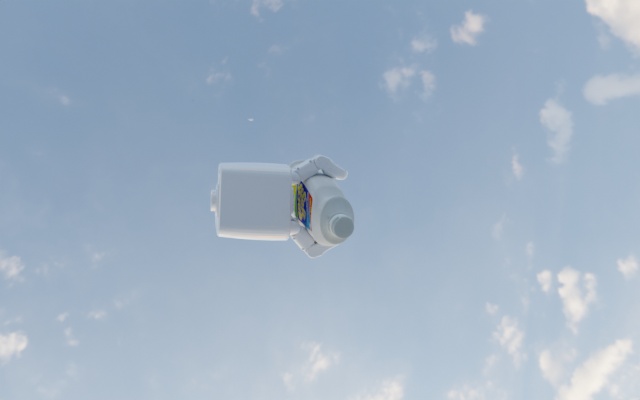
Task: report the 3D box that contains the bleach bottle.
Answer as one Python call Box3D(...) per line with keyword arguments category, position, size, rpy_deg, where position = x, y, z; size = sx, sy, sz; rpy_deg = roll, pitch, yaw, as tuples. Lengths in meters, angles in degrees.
Box3D(category="bleach bottle", position=(0.000, 0.003, 0.735), size=(0.068, 0.102, 0.250), rpy_deg=(3, 11, -15))
